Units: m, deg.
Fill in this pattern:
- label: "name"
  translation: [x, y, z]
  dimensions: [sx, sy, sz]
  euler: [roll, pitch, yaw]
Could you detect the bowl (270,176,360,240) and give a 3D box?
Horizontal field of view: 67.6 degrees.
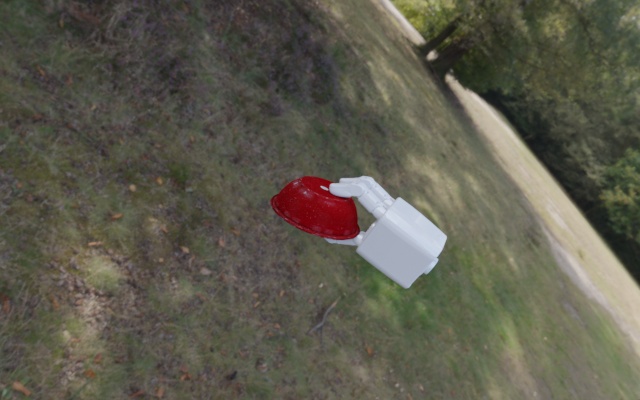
- label: "bowl"
  translation: [-0.001, 0.002, 0.806]
  dimensions: [0.162, 0.055, 0.162]
  euler: [18, 20, -7]
